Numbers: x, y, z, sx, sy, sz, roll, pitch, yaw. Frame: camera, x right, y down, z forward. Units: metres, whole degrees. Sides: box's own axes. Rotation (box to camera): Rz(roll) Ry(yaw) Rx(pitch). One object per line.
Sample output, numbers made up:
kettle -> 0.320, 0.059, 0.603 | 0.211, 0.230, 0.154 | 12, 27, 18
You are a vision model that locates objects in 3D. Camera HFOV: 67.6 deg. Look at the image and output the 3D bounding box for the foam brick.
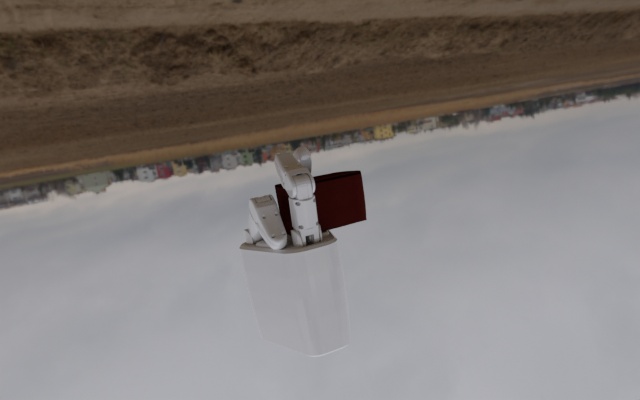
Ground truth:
foam brick -> 0.000, 0.001, 0.489 | 0.078, 0.051, 0.053 | -13, 7, -22
